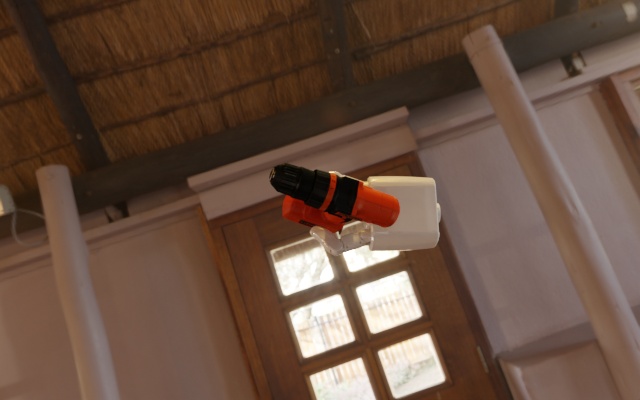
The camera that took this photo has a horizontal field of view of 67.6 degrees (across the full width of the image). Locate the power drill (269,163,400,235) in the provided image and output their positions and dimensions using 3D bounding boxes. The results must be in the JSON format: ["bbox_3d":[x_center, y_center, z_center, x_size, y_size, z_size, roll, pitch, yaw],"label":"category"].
[{"bbox_3d":[0.000,0.002,0.703,0.184,0.057,0.187,19,-11,-14],"label":"power drill"}]
